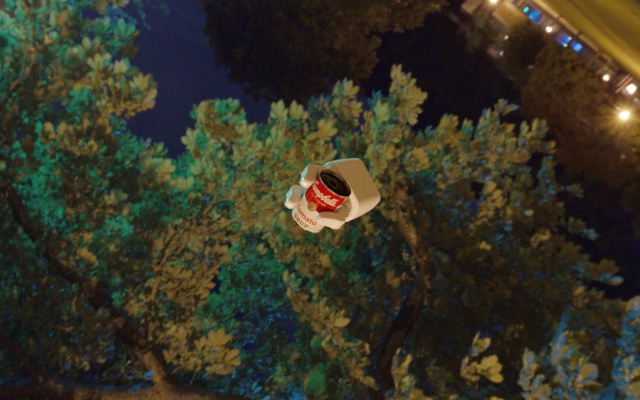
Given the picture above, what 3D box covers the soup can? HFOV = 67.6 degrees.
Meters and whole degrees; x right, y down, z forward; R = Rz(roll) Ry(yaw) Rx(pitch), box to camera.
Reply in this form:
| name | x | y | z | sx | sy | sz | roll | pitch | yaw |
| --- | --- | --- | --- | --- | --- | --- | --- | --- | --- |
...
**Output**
| name | x | y | z | sx | sy | sz | roll | pitch | yaw |
| --- | --- | --- | --- | --- | --- | --- | --- | --- | --- |
| soup can | 0.000 | 0.003 | 0.873 | 0.068 | 0.068 | 0.102 | 0 | -42 | -47 |
